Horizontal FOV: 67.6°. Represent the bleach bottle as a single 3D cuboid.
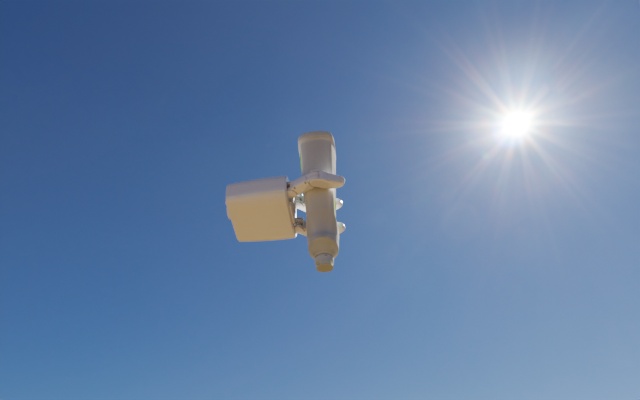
[{"bbox_3d":[0.000,0.003,0.830,0.068,0.250,0.103,-6,-37,4],"label":"bleach bottle"}]
